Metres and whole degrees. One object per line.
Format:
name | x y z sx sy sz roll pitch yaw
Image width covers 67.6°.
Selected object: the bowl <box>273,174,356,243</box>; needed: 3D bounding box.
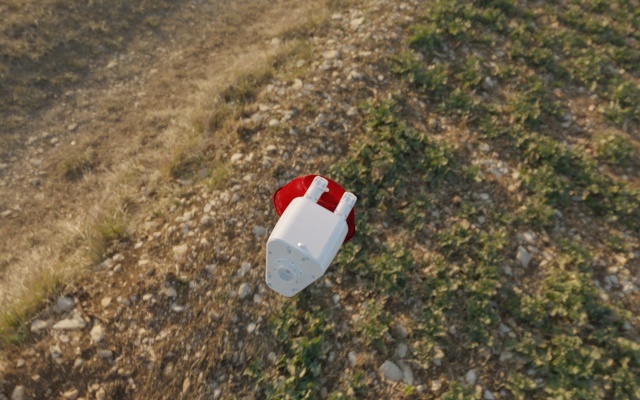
bowl | 0.000 0.002 0.845 0.162 0.055 0.162 21 30 -12
